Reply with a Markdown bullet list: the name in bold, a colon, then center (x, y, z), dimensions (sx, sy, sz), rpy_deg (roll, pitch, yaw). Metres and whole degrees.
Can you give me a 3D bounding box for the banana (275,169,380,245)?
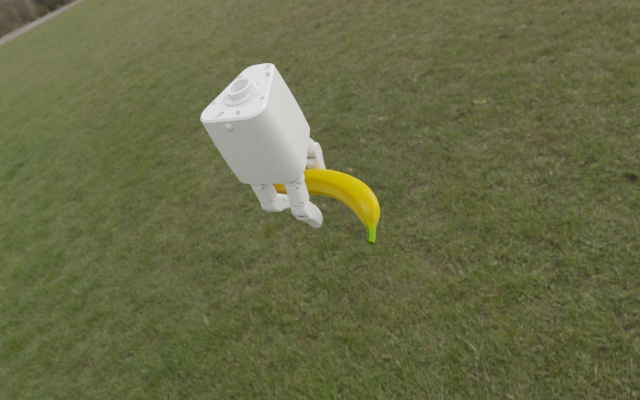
- **banana**: center (0.014, -0.010, 0.663), dimensions (0.197, 0.069, 0.037), rpy_deg (28, -19, 40)
